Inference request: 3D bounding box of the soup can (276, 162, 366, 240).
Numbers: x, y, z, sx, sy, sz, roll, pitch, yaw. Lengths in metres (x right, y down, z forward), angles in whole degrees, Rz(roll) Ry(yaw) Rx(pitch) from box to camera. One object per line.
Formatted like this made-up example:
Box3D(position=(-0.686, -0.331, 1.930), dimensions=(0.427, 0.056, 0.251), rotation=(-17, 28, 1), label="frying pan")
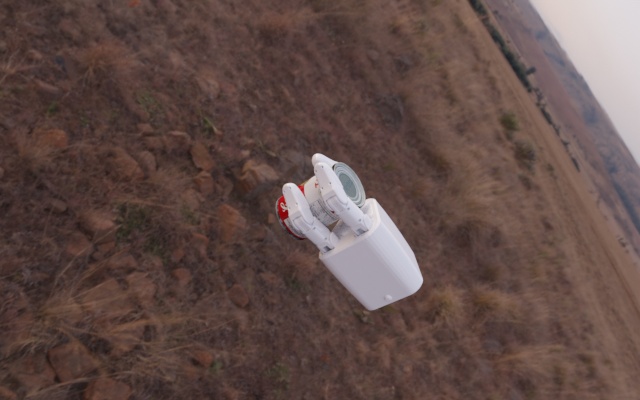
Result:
Box3D(position=(0.000, 0.002, 0.634), dimensions=(0.102, 0.068, 0.068), rotation=(-31, -16, 30), label="soup can")
